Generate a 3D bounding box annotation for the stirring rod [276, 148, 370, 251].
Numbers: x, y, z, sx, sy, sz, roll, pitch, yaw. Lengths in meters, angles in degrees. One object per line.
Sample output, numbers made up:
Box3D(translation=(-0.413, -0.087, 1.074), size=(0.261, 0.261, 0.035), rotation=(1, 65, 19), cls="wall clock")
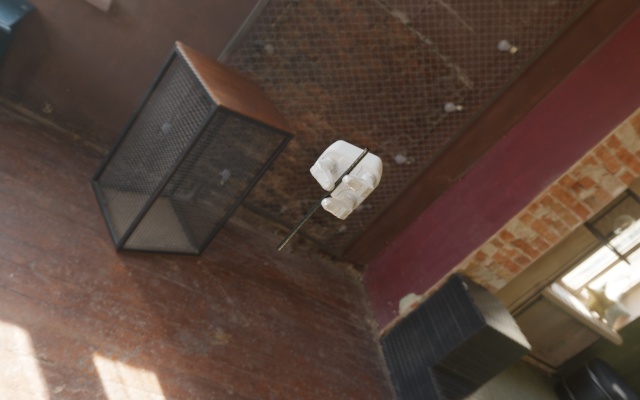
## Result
Box3D(translation=(0.000, 0.003, 0.795), size=(0.239, 0.011, 0.011), rotation=(-48, -22, 22), cls="stirring rod")
